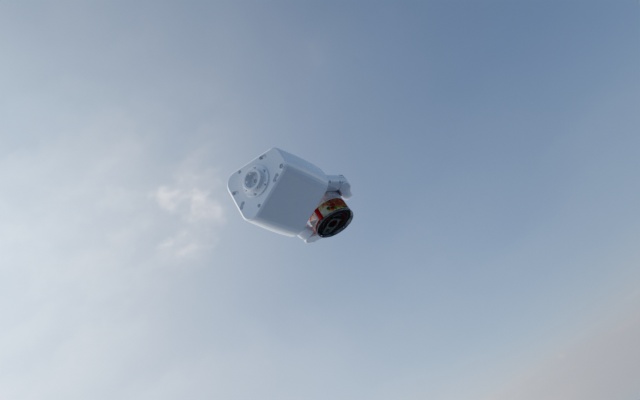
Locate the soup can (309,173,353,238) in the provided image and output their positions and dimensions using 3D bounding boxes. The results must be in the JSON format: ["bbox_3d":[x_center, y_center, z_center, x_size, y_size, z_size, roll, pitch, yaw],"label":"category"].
[{"bbox_3d":[0.000,0.002,0.799,0.068,0.102,0.069,-23,-34,-17],"label":"soup can"}]
